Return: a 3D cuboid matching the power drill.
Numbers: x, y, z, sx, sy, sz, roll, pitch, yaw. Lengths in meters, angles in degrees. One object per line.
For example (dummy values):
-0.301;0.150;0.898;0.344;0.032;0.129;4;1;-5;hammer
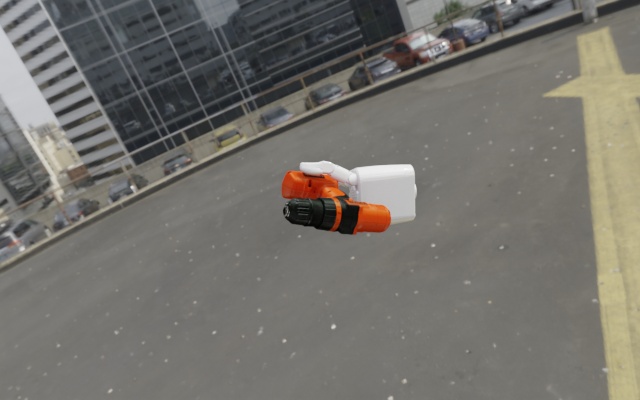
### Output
0.000;0.002;0.801;0.184;0.057;0.187;8;16;-28;power drill
